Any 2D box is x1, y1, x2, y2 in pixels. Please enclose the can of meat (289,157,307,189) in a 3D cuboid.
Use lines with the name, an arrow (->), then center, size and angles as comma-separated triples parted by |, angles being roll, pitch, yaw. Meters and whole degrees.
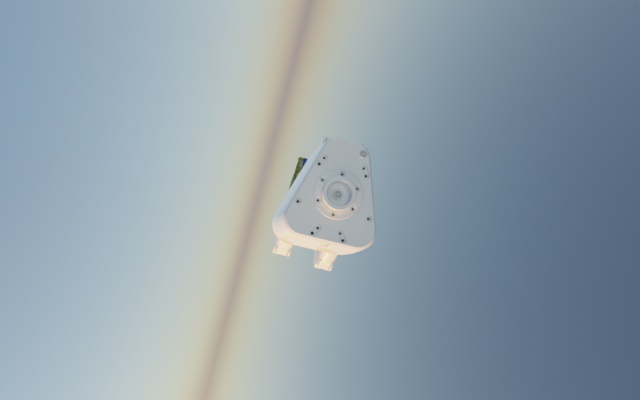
can of meat -> 0.000, 0.002, 0.608 | 0.084, 0.102, 0.057 | 15, -7, -8
